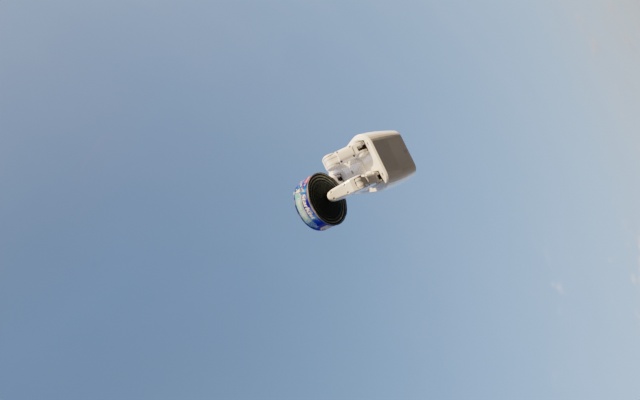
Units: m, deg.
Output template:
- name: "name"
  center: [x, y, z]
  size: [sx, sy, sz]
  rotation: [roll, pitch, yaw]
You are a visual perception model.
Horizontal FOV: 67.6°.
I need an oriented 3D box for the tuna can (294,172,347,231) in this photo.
- name: "tuna can"
  center: [0.000, 0.003, 0.732]
  size: [0.034, 0.086, 0.086]
  rotation: [-26, -17, 38]
